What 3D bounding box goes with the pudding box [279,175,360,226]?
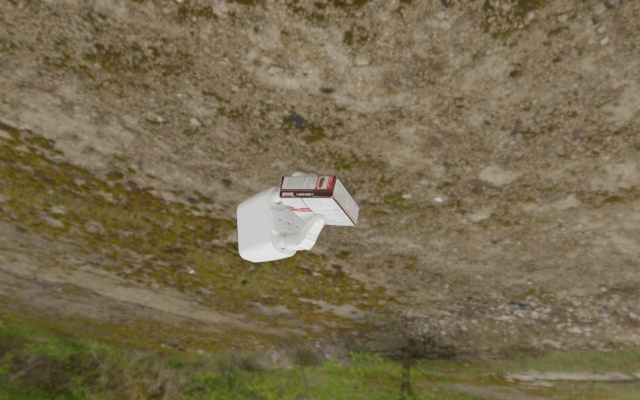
[{"bbox_3d":[0.000,0.003,0.730,0.090,0.039,0.113,-1,-23,23],"label":"pudding box"}]
